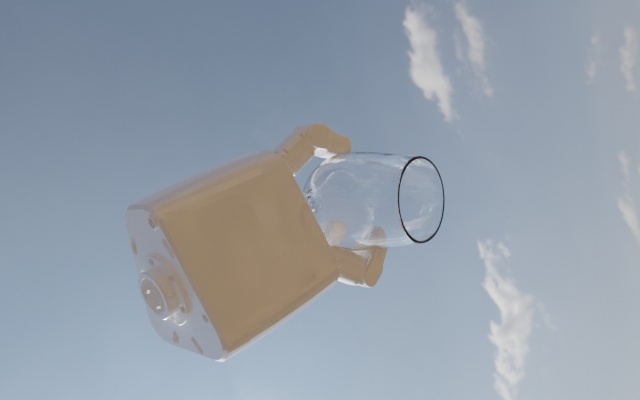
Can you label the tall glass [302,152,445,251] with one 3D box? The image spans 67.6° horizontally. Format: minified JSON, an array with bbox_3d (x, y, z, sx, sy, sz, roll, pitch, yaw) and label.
[{"bbox_3d":[0.000,0.001,0.404,0.201,0.079,0.079,-2,-1,43],"label":"tall glass"}]
